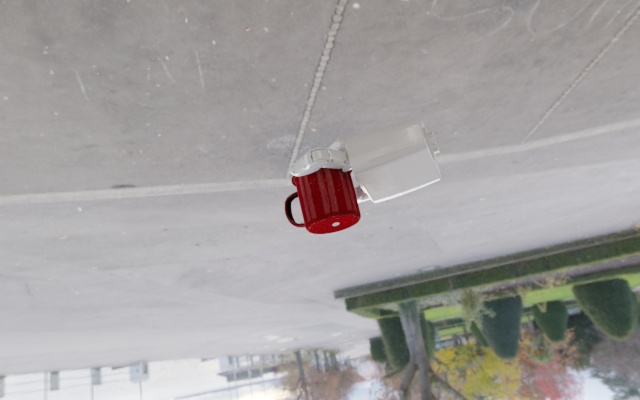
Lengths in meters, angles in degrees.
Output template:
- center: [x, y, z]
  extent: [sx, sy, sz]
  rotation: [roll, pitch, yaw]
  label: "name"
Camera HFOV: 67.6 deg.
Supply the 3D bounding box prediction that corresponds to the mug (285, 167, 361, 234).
- center: [-0.001, 0.003, 0.694]
  extent: [0.117, 0.081, 0.093]
  rotation: [-20, -21, 18]
  label: "mug"
